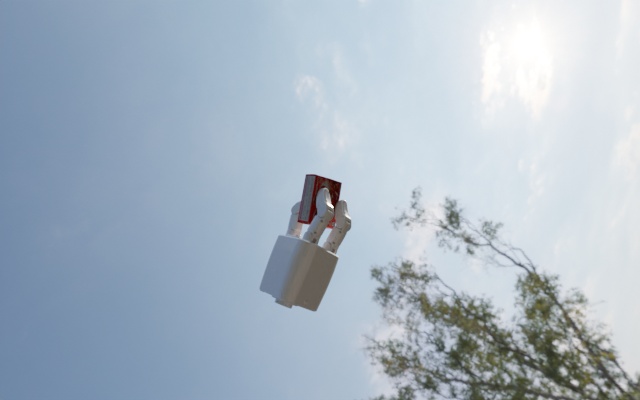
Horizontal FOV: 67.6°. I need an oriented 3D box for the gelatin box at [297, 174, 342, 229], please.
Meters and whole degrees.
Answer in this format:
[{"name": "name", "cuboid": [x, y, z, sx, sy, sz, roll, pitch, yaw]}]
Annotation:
[{"name": "gelatin box", "cuboid": [0.000, 0.002, 0.857, 0.030, 0.089, 0.073, 5, -6, 42]}]
